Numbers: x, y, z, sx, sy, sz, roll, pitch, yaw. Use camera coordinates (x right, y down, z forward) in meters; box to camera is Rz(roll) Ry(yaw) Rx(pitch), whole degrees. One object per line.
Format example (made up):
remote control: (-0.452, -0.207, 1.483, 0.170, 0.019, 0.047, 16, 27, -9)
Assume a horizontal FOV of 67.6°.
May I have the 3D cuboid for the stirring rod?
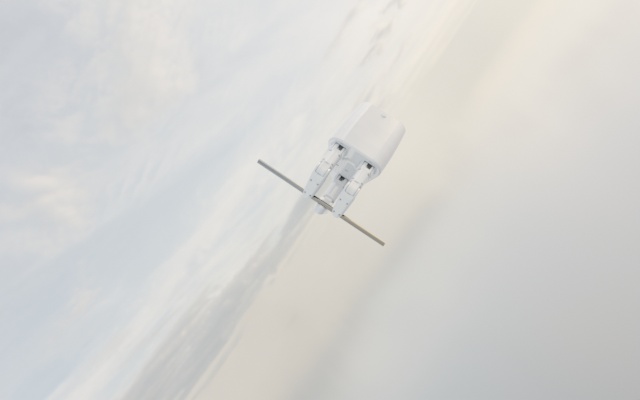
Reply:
stirring rod: (0.000, 0.003, 0.756, 0.239, 0.011, 0.011, 34, 3, 5)
